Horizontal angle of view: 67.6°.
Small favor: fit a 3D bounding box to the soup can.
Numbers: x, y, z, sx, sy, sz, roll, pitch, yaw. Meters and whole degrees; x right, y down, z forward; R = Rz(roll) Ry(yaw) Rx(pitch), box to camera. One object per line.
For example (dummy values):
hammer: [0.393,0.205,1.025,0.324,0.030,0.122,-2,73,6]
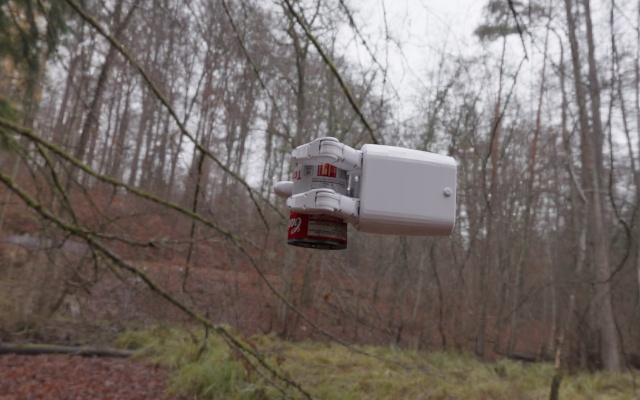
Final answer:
soup can: [0.000,0.001,0.547,0.068,0.102,0.068,5,-12,1]
